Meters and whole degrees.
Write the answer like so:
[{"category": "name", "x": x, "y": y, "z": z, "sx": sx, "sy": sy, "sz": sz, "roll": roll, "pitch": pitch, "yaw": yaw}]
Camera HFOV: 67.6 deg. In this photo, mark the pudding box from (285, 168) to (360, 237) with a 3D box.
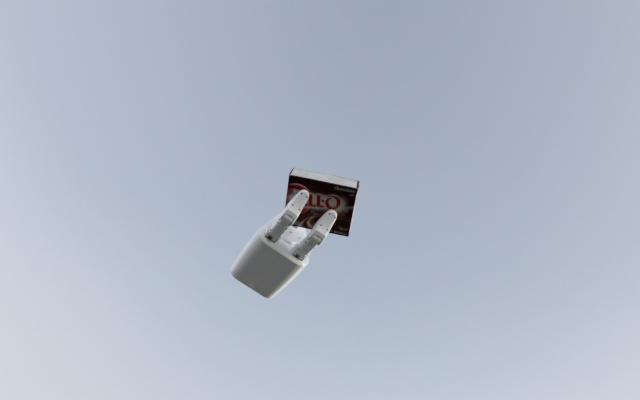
[{"category": "pudding box", "x": 0.000, "y": 0.002, "z": 0.770, "sx": 0.113, "sy": 0.090, "sz": 0.039, "roll": 10, "pitch": 29, "yaw": 2}]
